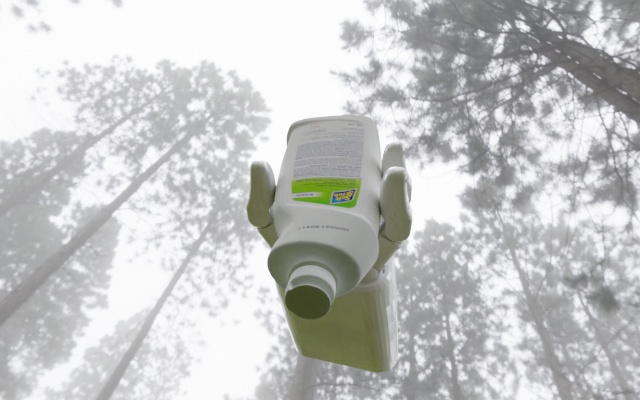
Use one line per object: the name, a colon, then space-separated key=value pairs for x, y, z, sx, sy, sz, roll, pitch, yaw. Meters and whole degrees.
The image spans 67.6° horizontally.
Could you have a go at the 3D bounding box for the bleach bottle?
bleach bottle: x=0.000 y=0.001 z=0.402 sx=0.102 sy=0.068 sz=0.250 roll=-4 pitch=29 yaw=11
